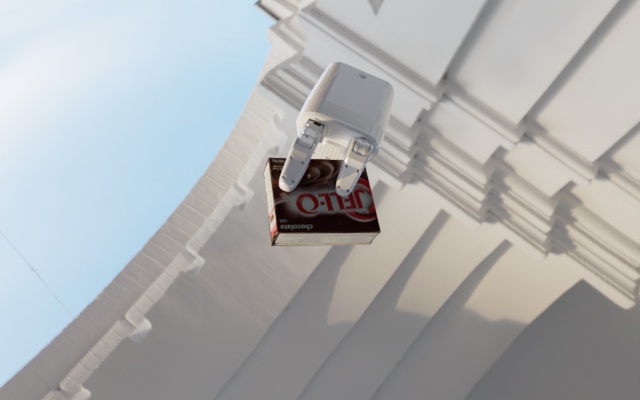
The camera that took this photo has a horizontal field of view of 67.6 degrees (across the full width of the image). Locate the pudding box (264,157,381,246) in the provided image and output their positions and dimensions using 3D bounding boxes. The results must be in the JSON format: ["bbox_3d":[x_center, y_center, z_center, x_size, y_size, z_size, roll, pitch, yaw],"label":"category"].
[{"bbox_3d":[0.000,0.002,0.507,0.113,0.090,0.039,-1,-31,-16],"label":"pudding box"}]
